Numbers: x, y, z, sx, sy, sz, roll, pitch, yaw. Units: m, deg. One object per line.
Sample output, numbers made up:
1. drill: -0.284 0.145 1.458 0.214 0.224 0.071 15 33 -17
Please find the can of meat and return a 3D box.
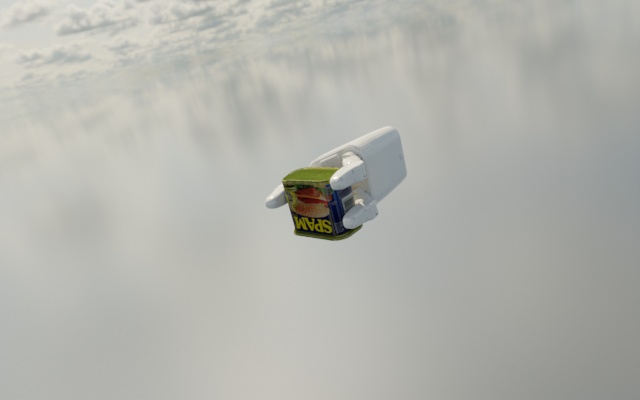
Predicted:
1. can of meat: 0.000 0.002 0.651 0.102 0.084 0.057 5 26 43
